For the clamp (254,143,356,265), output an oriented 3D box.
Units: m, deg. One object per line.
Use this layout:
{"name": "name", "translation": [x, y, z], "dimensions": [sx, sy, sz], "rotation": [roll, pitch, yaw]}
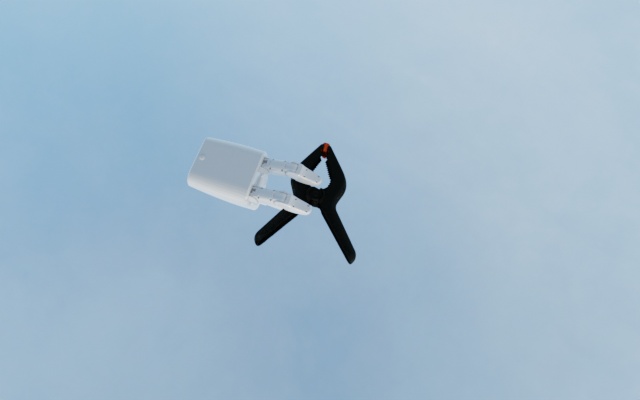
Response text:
{"name": "clamp", "translation": [0.000, 0.002, 0.798], "dimensions": [0.164, 0.210, 0.036], "rotation": [18, -23, 2]}
